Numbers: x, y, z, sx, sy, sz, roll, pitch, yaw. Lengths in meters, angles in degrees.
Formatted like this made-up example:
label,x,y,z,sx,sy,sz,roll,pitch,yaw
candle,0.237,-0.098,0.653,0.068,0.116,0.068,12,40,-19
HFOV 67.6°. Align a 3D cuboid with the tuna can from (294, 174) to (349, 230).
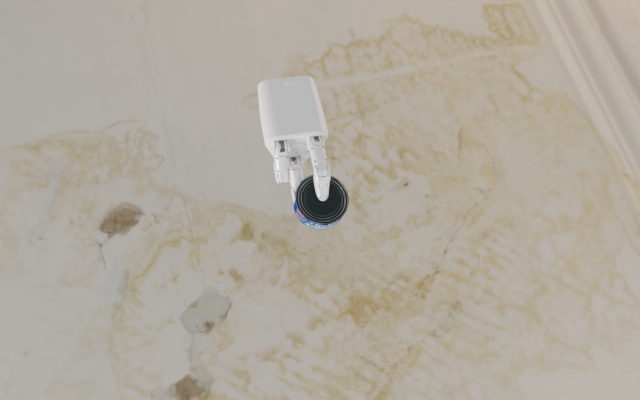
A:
label,x,y,z,sx,sy,sz,roll,pitch,yaw
tuna can,0.000,0.003,0.763,0.086,0.086,0.034,0,-22,-10
